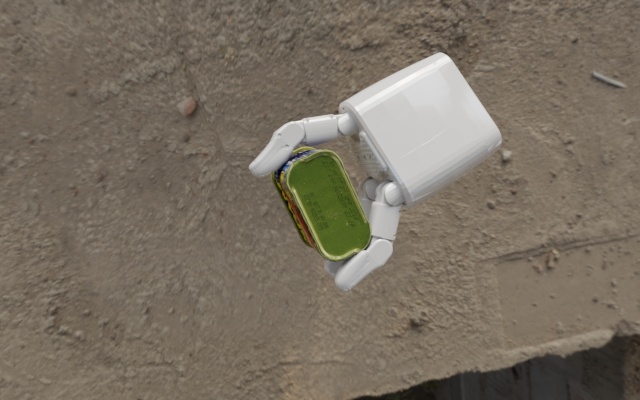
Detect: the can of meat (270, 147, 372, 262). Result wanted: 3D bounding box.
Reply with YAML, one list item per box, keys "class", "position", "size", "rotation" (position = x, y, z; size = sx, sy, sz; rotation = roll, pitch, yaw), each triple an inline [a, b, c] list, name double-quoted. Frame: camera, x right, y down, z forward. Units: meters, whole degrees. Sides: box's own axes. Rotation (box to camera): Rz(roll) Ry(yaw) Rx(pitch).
- class: "can of meat"
  position: [0.000, 0.001, 0.444]
  size: [0.057, 0.102, 0.084]
  rotation: [-27, 11, -9]
